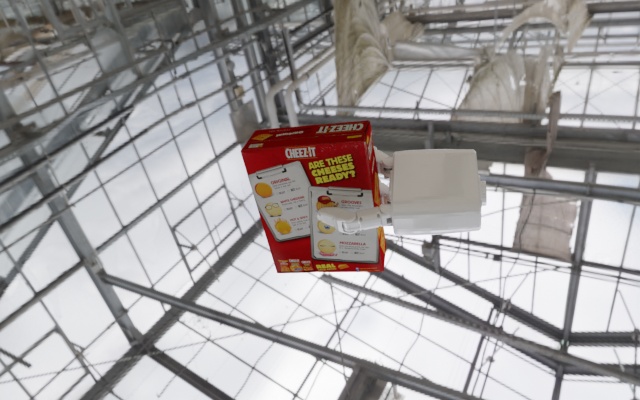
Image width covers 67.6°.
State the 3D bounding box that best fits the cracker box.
[{"bbox_3d":[0.000,0.002,0.668,0.164,0.214,0.072,-3,34,14],"label":"cracker box"}]
